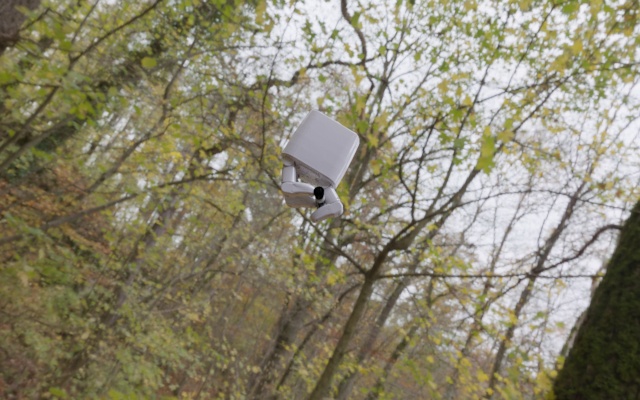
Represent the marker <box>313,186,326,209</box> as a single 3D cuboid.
[{"bbox_3d":[0.000,0.003,0.862,0.020,0.020,0.121,0,-20,4],"label":"marker"}]
